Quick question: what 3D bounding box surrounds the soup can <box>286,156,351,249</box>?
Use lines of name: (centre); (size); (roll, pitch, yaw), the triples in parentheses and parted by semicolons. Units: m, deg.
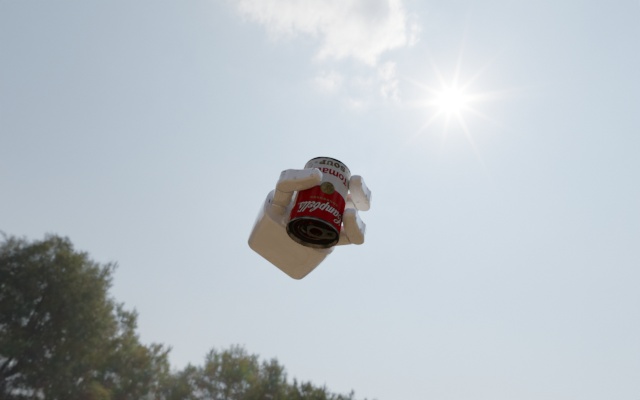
soup can: (0.000, 0.001, 0.617); (0.068, 0.102, 0.069); (9, -36, 7)
